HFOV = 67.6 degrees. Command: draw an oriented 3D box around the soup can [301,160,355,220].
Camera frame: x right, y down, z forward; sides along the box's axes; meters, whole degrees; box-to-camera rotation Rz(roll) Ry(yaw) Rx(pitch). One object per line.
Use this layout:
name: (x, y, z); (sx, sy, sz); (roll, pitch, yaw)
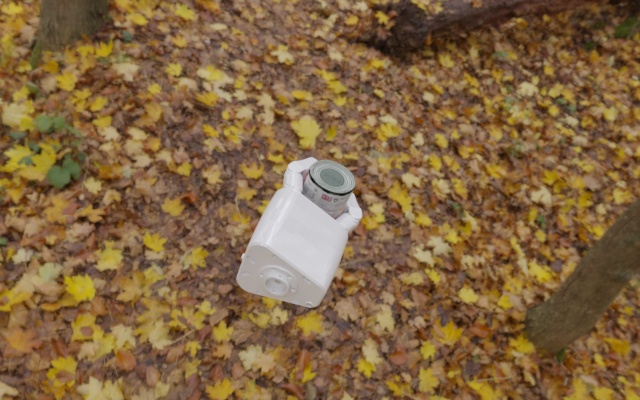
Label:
soup can: (0.000, 0.002, 0.671); (0.068, 0.068, 0.102); (0, -44, -27)
